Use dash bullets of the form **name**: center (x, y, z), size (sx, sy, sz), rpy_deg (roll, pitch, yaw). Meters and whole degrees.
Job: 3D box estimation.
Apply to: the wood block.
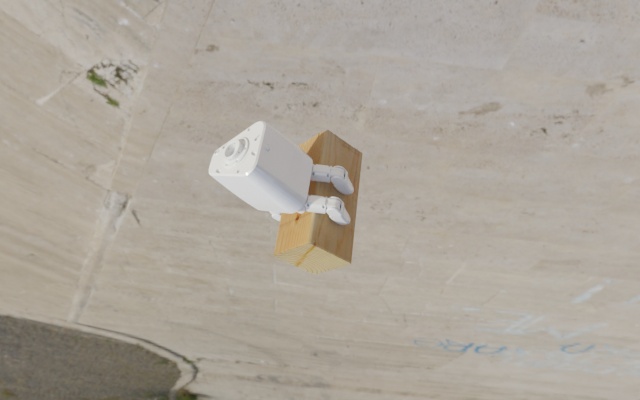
- **wood block**: center (0.000, 0.003, 0.780), size (0.090, 0.206, 0.091), rpy_deg (29, -35, -32)
